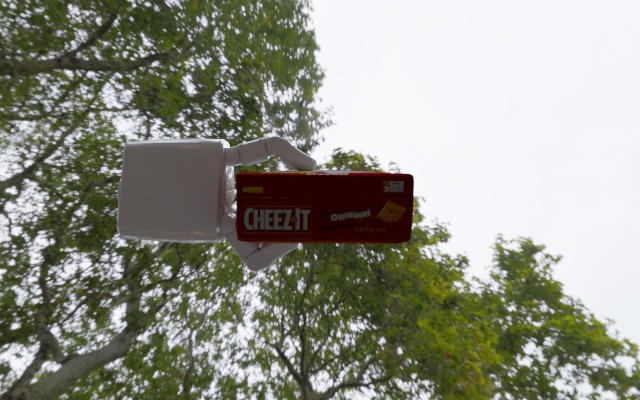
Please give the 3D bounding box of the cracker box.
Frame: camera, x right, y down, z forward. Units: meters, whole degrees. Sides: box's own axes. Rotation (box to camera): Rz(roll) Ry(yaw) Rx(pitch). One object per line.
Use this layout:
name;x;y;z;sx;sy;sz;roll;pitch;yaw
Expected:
cracker box;0.000;0.002;0.537;0.164;0.072;0.213;0;4;-2
